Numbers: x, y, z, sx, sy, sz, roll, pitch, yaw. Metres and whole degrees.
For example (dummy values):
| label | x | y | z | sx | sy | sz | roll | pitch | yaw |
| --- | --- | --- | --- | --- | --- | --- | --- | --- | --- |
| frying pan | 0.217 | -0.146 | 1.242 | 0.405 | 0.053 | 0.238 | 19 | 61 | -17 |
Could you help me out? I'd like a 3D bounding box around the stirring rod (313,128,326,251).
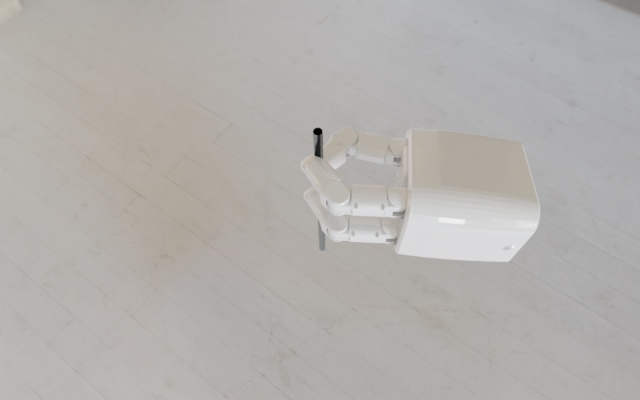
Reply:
| label | x | y | z | sx | sy | sz | roll | pitch | yaw |
| --- | --- | --- | --- | --- | --- | --- | --- | --- | --- |
| stirring rod | 0.000 | 0.002 | 0.495 | 0.011 | 0.011 | 0.240 | 0 | -29 | 1 |
